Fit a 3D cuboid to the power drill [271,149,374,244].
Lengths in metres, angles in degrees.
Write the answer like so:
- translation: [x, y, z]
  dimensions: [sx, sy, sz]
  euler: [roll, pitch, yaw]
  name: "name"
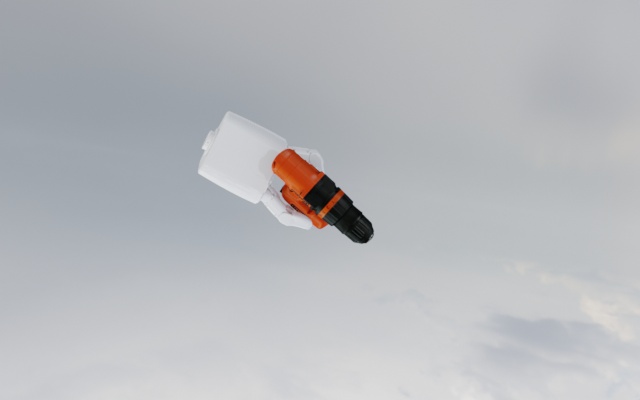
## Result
- translation: [0.000, 0.002, 0.769]
  dimensions: [0.184, 0.057, 0.188]
  euler: [44, -9, 1]
  name: "power drill"
